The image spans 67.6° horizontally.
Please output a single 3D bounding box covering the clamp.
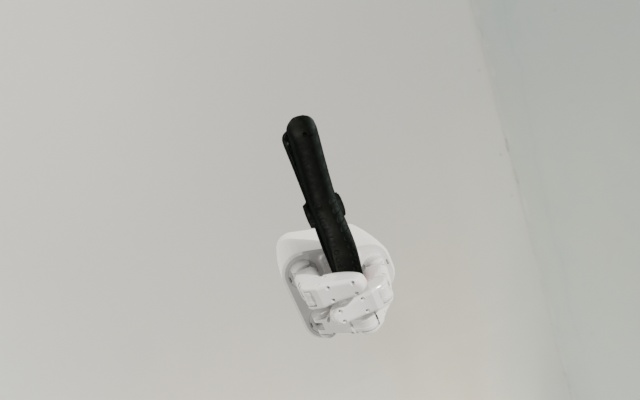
[{"bbox_3d":[0.001,0.001,0.452,0.039,0.171,0.120,-17,13,0],"label":"clamp"}]
